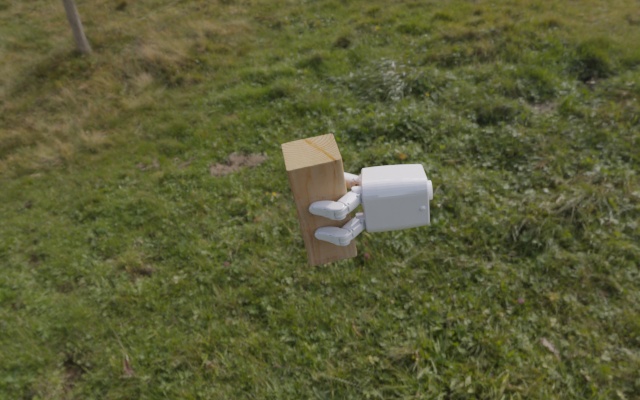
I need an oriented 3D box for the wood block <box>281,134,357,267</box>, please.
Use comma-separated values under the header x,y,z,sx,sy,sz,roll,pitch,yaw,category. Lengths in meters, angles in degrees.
x,y,z,sx,sy,sz,roll,pitch,yaw,category
0.000,0.002,0.824,0.090,0.206,0.090,-13,36,-2,wood block
